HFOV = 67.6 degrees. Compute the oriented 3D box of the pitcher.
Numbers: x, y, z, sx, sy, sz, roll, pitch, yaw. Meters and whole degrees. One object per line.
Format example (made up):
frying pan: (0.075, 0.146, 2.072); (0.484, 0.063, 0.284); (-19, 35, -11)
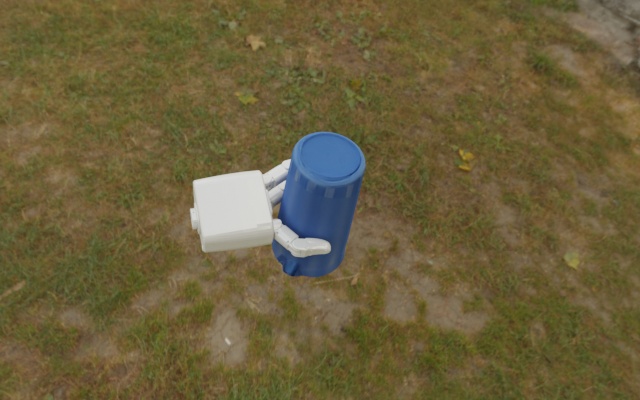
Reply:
pitcher: (0.000, 0.003, 0.779); (0.145, 0.149, 0.243); (-8, -36, -17)
